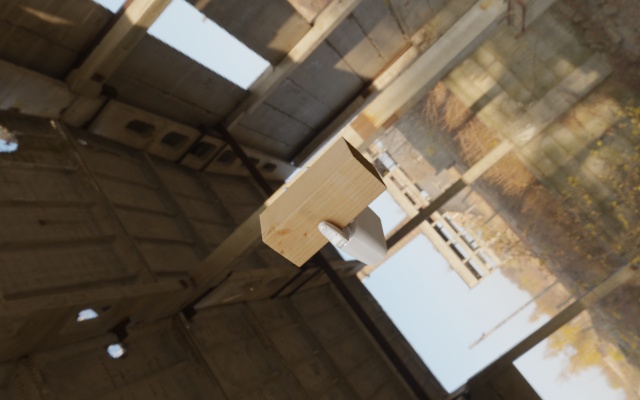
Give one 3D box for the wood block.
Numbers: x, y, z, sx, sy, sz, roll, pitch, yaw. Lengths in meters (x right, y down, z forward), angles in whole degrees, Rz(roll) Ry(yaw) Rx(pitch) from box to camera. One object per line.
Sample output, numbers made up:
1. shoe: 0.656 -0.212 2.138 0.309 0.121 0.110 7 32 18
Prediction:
1. wood block: 0.000 0.003 0.818 0.090 0.206 0.090 39 15 -28
